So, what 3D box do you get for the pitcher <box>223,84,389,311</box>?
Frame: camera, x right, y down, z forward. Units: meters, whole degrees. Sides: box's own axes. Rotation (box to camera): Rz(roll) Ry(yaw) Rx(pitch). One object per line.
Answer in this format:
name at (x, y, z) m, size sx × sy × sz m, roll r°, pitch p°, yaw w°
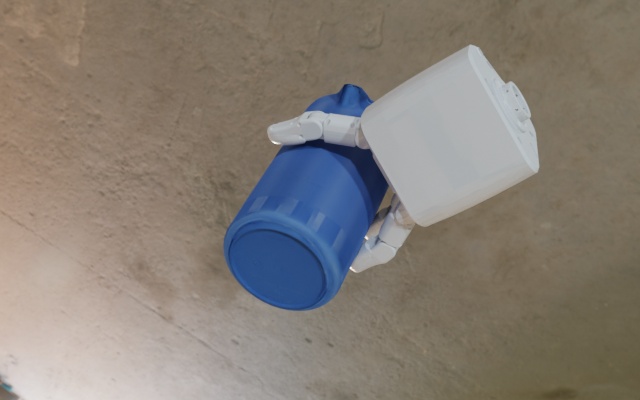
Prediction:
pitcher at (0.000, 0.002, 0.497) m, size 0.145 × 0.149 × 0.242 m, roll -27°, pitch 20°, yaw 33°
